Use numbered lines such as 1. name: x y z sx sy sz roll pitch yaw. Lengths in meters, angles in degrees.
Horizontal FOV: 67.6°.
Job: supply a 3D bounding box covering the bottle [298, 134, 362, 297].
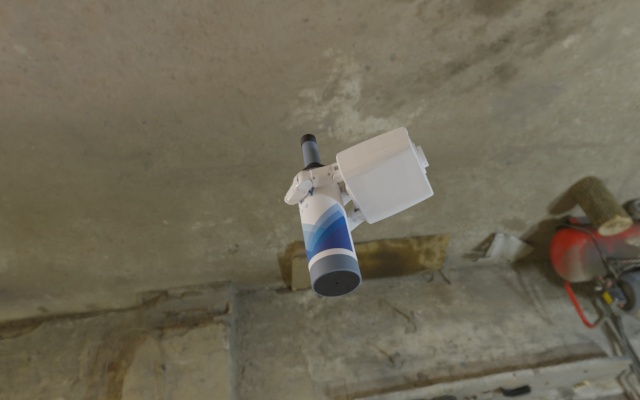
1. bottle: 0.000 0.003 0.726 0.069 0.295 0.069 -6 -42 -6
